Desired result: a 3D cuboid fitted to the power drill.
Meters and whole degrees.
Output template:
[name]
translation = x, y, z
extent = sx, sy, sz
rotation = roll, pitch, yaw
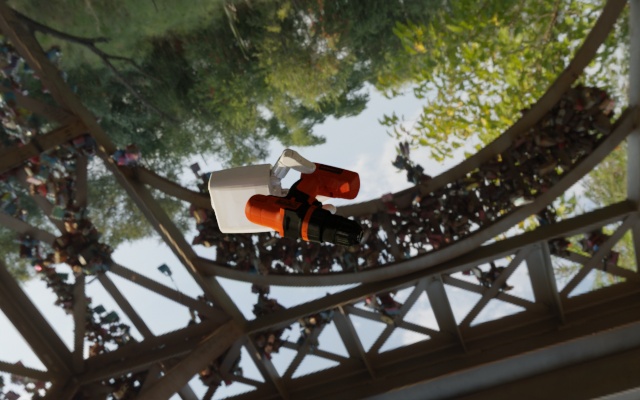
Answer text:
[power drill]
translation = 0.000, 0.002, 0.758
extent = 0.184, 0.057, 0.187
rotation = 15, 28, 18
